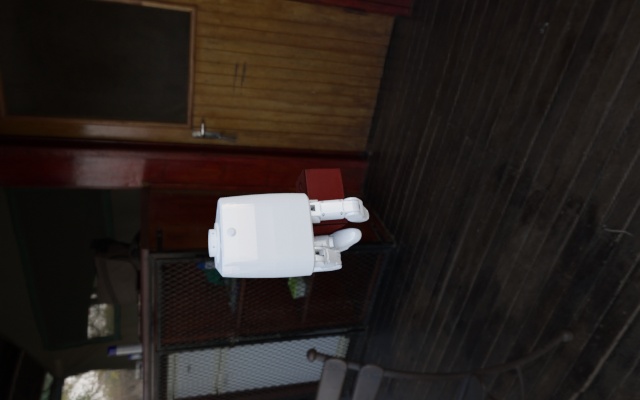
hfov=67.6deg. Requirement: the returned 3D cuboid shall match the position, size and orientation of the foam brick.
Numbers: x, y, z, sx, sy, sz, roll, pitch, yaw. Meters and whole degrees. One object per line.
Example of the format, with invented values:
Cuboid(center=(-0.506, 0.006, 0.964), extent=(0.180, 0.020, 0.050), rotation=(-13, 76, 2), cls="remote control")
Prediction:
Cuboid(center=(0.000, 0.002, 0.626), extent=(0.051, 0.078, 0.053), rotation=(-2, -18, -14), cls="foam brick")
